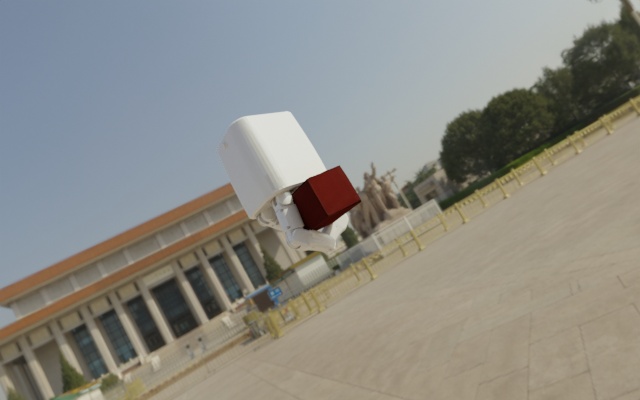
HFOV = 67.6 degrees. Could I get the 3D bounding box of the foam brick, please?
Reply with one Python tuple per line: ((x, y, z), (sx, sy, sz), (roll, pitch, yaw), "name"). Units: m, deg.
((0.000, 0.002, 0.573), (0.053, 0.051, 0.078), (-23, -10, -33), "foam brick")
